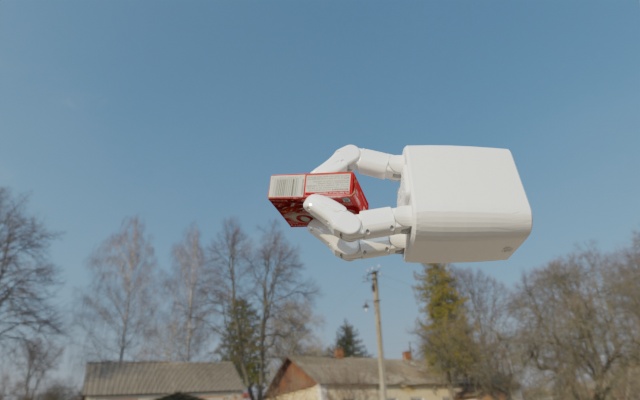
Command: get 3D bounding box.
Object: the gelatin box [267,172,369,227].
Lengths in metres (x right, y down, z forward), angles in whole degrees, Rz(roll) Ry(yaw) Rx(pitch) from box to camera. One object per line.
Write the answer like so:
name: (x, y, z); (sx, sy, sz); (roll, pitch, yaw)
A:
gelatin box: (0.000, 0.001, 0.491); (0.089, 0.030, 0.073); (-1, -26, 17)
